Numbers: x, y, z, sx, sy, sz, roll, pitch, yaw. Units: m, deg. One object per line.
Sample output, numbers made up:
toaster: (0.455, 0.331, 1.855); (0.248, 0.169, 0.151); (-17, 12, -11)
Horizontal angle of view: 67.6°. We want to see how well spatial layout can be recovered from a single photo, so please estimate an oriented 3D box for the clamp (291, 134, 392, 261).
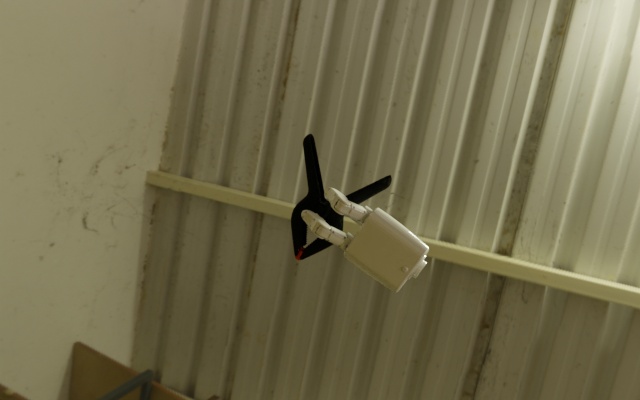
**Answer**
clamp: (0.000, 0.003, 0.809); (0.164, 0.210, 0.036); (37, 17, 15)
